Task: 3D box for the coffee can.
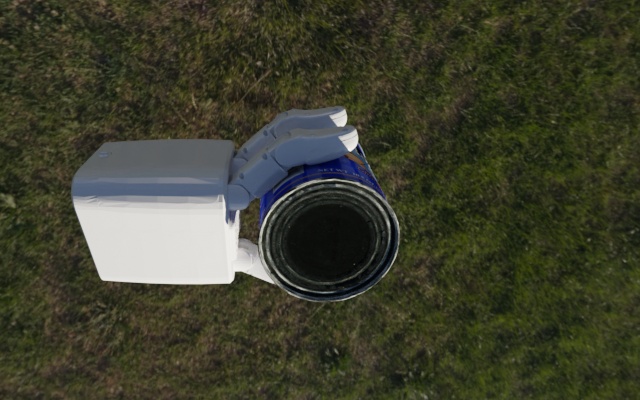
[{"bbox_3d":[0.000,0.001,0.402,0.103,0.103,0.140,0,25,-6],"label":"coffee can"}]
